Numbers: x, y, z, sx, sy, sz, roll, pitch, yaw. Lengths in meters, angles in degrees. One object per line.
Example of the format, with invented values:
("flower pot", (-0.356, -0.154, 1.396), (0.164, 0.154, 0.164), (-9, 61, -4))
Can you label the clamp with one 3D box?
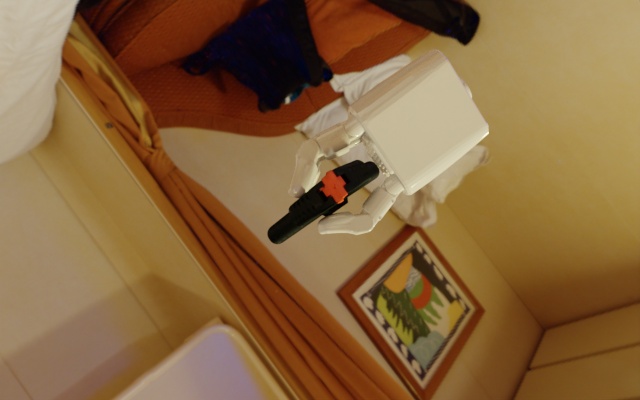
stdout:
("clamp", (0.001, 0.002, 0.519), (0.164, 0.036, 0.210), (-36, -2, 2))
